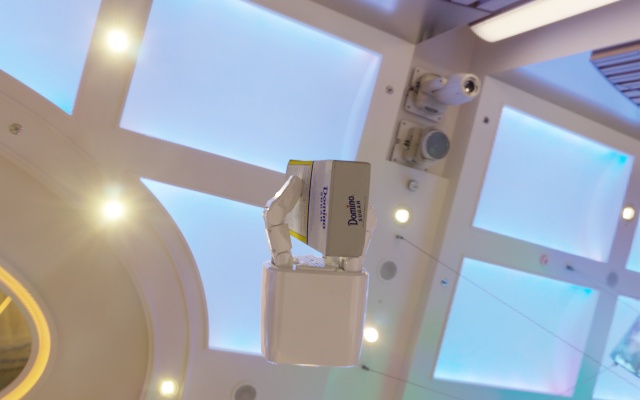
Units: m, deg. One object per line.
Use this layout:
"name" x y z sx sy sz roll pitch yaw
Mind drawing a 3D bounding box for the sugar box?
"sugar box" 0.001 0.002 0.527 0.048 0.093 0.176 3 4 -21
